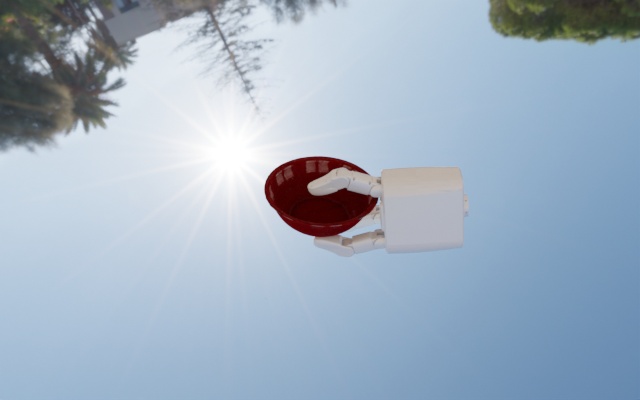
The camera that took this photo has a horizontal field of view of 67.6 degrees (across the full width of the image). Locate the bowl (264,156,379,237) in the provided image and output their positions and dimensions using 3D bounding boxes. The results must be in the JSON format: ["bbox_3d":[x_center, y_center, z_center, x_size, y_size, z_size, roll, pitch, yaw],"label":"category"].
[{"bbox_3d":[-0.001,0.002,0.686,0.162,0.055,0.162,3,39,-2],"label":"bowl"}]
